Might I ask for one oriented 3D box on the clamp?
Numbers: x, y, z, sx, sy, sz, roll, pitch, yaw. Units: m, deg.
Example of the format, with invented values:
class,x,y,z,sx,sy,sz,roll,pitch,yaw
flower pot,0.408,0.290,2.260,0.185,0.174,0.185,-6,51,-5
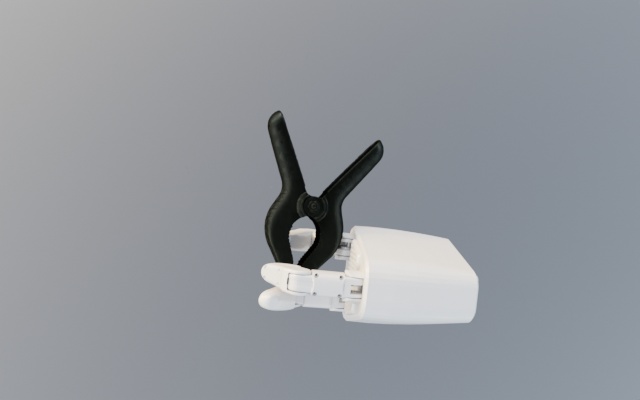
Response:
class,x,y,z,sx,sy,sz,roll,pitch,yaw
clamp,0.000,0.002,0.478,0.120,0.171,0.039,6,1,-6
